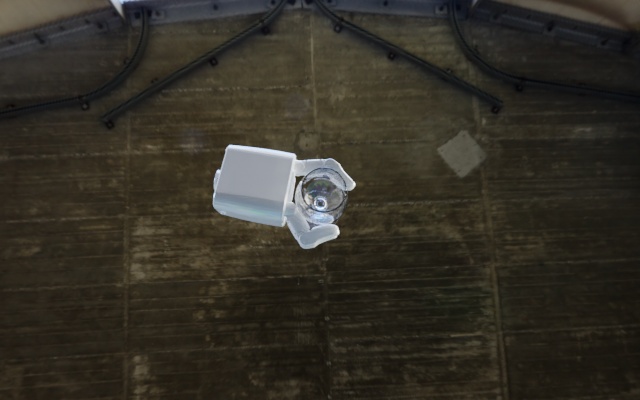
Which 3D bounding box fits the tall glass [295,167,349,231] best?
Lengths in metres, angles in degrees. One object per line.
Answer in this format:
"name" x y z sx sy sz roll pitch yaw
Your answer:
"tall glass" 0.000 0.002 0.734 0.079 0.079 0.201 0 -10 -3
